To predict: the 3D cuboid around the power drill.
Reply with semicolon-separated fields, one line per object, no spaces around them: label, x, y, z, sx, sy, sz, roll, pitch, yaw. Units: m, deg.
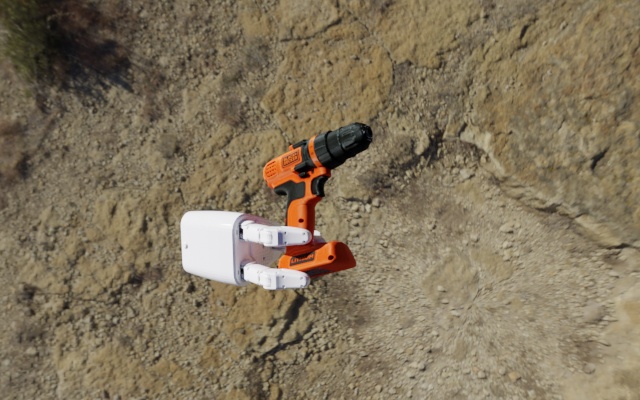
power drill;0.000;0.003;0.639;0.184;0.187;0.057;-22;-28;38
